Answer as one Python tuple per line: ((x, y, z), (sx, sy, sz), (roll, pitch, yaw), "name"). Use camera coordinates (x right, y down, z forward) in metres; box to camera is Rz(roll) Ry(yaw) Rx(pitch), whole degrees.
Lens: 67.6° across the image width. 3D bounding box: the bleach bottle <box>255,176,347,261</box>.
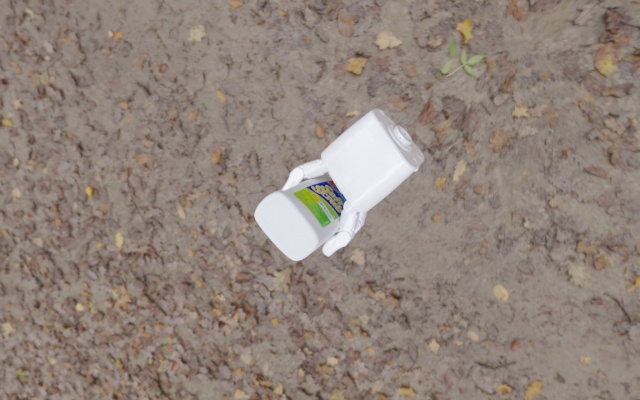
((0.000, 0.003, 0.759), (0.068, 0.102, 0.250), (-41, -1, 28), "bleach bottle")
